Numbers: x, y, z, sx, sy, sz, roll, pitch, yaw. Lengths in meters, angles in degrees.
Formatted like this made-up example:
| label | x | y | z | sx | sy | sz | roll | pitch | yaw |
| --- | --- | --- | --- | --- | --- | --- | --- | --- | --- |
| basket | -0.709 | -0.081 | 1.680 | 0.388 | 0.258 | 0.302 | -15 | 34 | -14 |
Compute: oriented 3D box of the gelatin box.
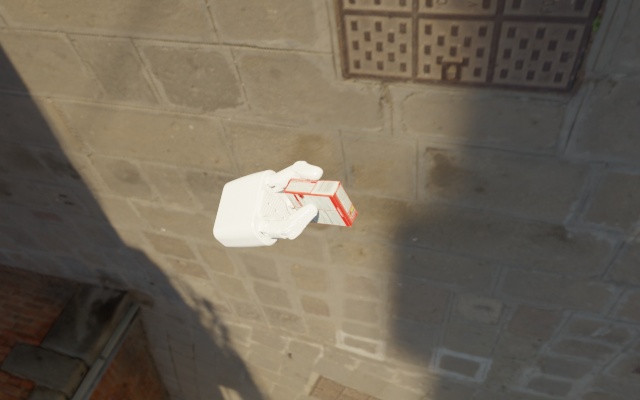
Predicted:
| label | x | y | z | sx | sy | sz | roll | pitch | yaw |
| --- | --- | --- | --- | --- | --- | --- | --- | --- | --- |
| gelatin box | 0.000 | 0.003 | 0.700 | 0.089 | 0.030 | 0.073 | 5 | -36 | 34 |
